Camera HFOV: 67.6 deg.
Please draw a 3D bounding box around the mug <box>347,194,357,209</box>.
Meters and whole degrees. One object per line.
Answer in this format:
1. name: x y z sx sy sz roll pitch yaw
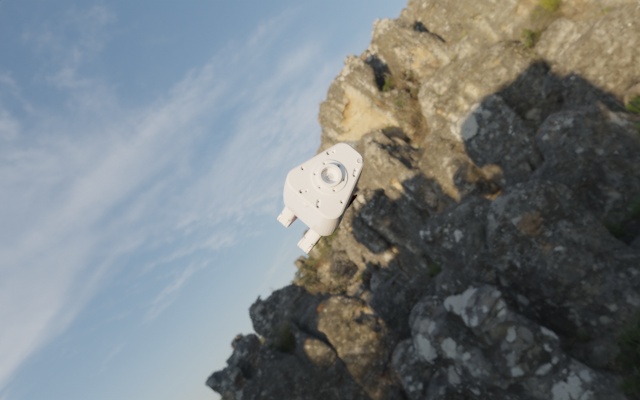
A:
1. mug: 0.000 0.003 0.810 0.081 0.093 0.117 41 -15 6
